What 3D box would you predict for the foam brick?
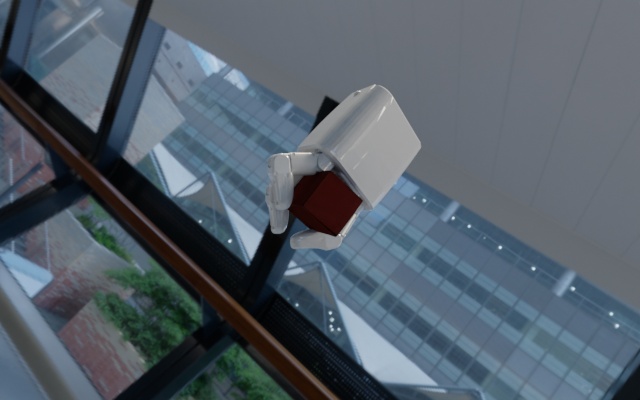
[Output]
[{"bbox_3d":[0.000,0.002,0.535,0.053,0.051,0.078,43,-13,-18],"label":"foam brick"}]
